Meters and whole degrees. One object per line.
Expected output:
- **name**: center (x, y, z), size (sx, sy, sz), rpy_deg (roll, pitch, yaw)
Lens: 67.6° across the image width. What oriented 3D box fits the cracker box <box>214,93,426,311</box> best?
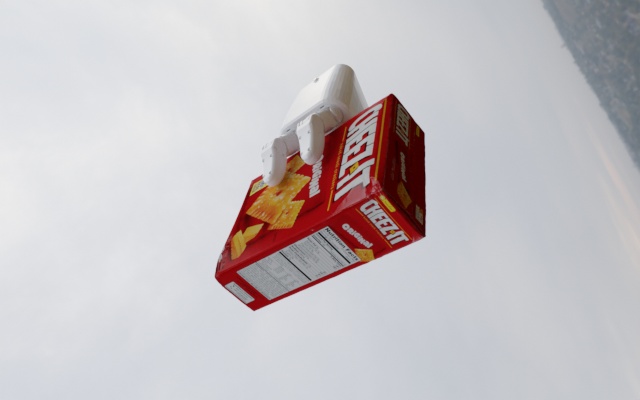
- **cracker box**: center (0.000, 0.002, 0.496), size (0.214, 0.164, 0.072), rpy_deg (-29, -60, 31)
